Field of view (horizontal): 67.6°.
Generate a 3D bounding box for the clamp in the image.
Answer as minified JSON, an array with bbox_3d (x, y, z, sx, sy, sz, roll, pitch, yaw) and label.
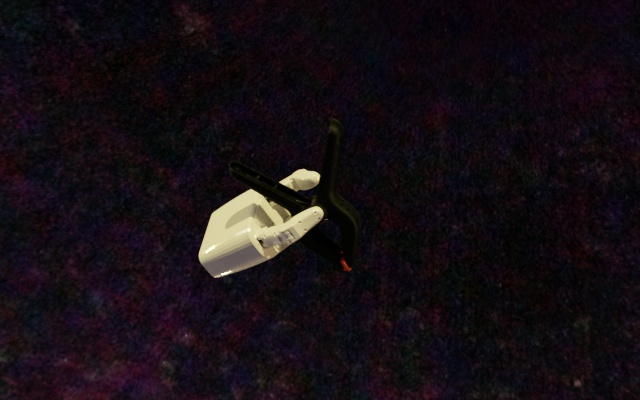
[{"bbox_3d":[0.000,0.003,0.619,0.164,0.210,0.036,-26,22,28],"label":"clamp"}]
